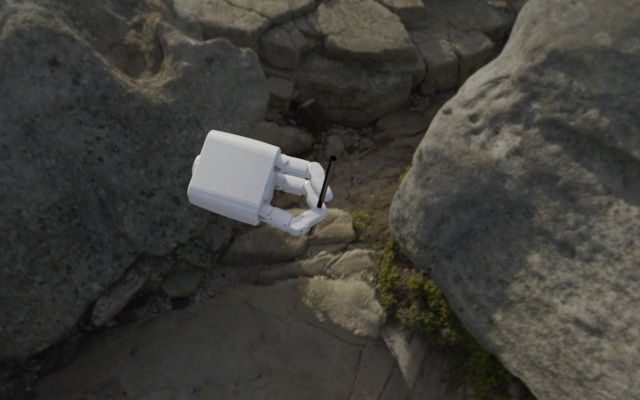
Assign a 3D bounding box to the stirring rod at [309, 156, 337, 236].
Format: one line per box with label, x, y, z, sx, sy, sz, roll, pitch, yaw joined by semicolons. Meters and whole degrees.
stirring rod;0.000;0.002;0.683;0.011;0.011;0.240;0;-26;-8
